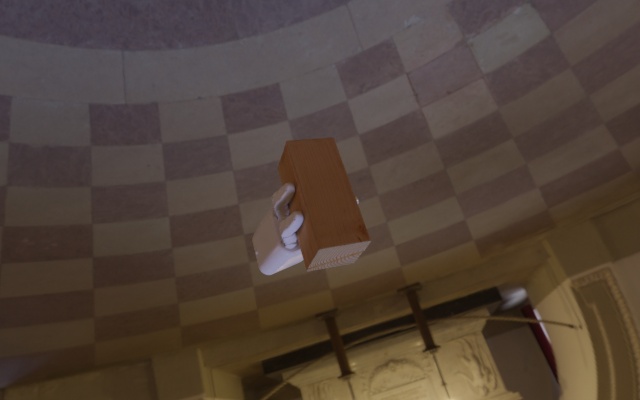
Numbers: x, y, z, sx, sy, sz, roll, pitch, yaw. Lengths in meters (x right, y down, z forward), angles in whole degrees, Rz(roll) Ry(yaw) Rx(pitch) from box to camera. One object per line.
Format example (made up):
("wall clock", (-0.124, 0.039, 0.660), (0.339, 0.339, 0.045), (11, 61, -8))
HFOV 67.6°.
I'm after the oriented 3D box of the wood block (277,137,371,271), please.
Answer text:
("wood block", (0.000, 0.003, 0.813), (0.091, 0.206, 0.090), (-7, -28, -21))
